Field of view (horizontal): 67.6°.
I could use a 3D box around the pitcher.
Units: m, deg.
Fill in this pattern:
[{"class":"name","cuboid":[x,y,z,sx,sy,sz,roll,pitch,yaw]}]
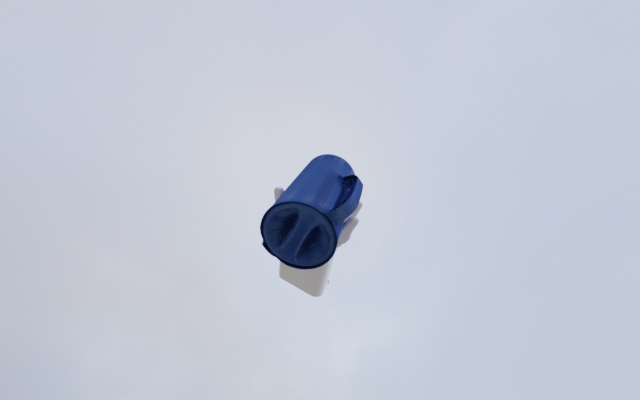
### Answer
[{"class":"pitcher","cuboid":[0.000,0.003,0.879,0.149,0.145,0.242,15,32,8]}]
